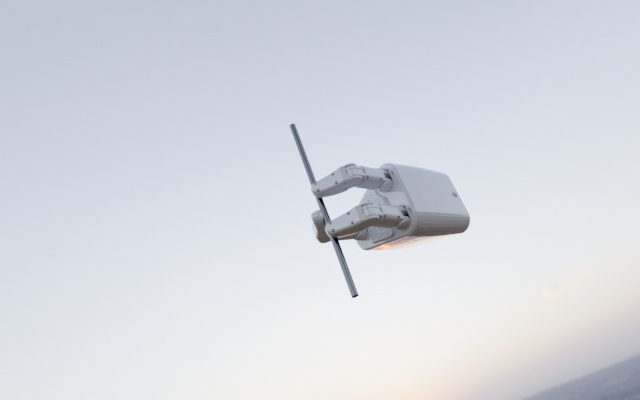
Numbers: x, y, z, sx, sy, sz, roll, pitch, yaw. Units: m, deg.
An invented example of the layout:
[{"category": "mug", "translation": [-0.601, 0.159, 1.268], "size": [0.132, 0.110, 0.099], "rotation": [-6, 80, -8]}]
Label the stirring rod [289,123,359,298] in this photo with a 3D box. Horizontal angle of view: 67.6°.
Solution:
[{"category": "stirring rod", "translation": [0.000, 0.002, 0.557], "size": [0.011, 0.239, 0.011], "rotation": [-15, -30, -9]}]
